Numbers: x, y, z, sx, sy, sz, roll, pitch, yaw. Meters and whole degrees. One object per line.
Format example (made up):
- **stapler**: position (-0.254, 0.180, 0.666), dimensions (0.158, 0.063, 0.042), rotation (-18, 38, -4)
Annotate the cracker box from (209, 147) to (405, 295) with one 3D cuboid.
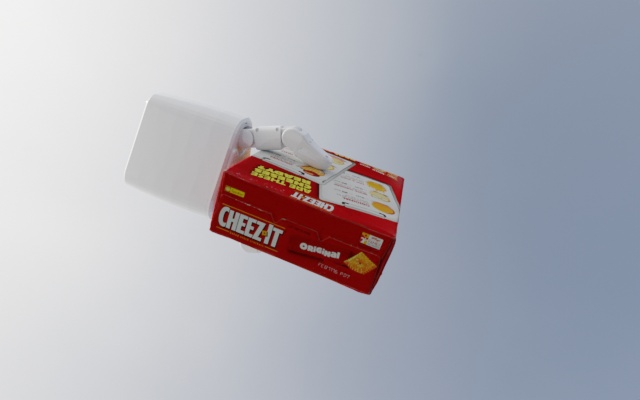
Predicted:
- **cracker box**: position (0.000, 0.001, 0.520), dimensions (0.164, 0.072, 0.213), rotation (21, 20, 5)
